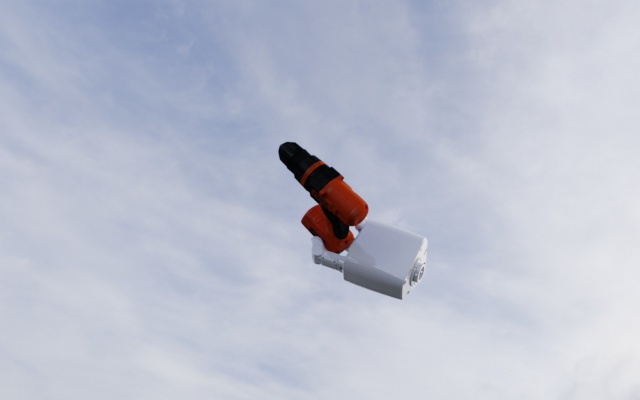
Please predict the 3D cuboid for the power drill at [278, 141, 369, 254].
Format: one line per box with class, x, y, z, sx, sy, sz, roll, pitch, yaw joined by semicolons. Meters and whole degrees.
power drill;0.000;0.003;0.808;0.057;0.184;0.188;-38;-23;-17
